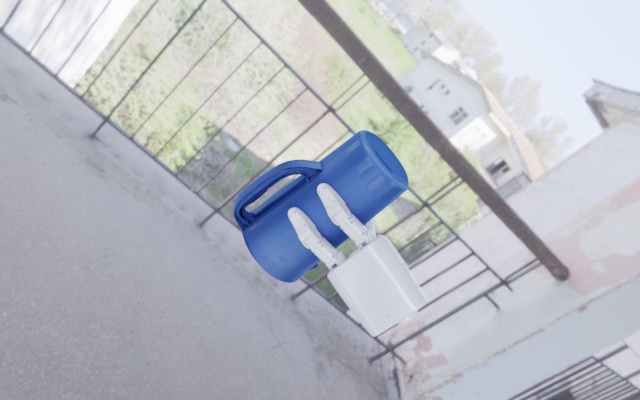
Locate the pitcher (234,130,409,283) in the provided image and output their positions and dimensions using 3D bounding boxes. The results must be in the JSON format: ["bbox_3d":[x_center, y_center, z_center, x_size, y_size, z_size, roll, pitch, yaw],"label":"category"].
[{"bbox_3d":[0.000,0.002,0.711,0.243,0.145,0.149,-39,-12,22],"label":"pitcher"}]
